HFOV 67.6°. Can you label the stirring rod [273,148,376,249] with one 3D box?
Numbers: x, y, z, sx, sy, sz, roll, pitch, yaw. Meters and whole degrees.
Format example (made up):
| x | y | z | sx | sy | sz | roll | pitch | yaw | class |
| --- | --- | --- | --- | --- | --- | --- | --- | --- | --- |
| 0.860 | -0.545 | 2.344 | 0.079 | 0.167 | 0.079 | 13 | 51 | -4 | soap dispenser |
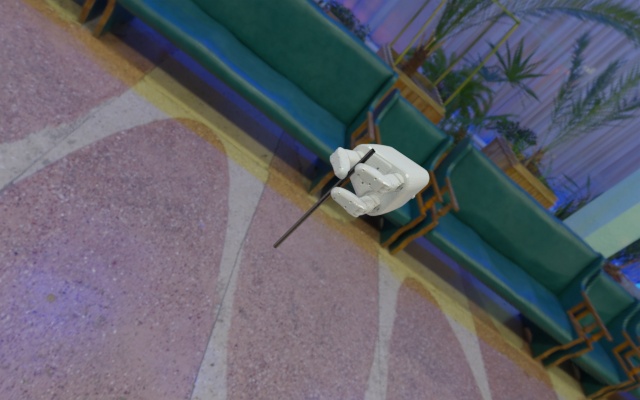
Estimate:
| x | y | z | sx | sy | sz | roll | pitch | yaw | class |
| --- | --- | --- | --- | --- | --- | --- | --- | --- | --- |
| 0.000 | 0.002 | 0.737 | 0.240 | 0.011 | 0.011 | -44 | -25 | 28 | stirring rod |
